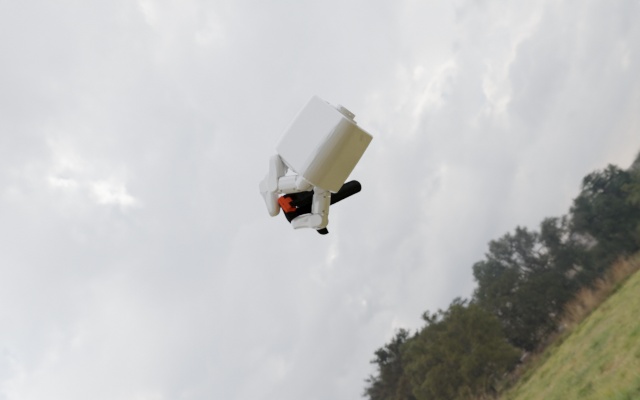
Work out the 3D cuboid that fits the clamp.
[{"bbox_3d":[0.000,0.002,0.793,0.039,0.120,0.171,40,11,27],"label":"clamp"}]
